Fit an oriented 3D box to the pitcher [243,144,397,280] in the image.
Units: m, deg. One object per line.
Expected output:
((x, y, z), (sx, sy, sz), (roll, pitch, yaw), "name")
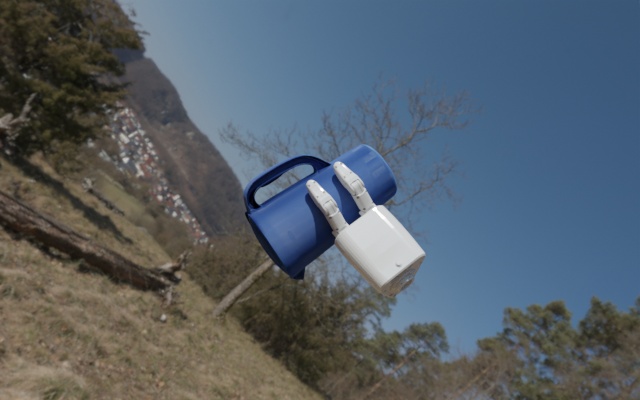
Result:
((0.000, 0.003, 0.797), (0.243, 0.145, 0.149), (-35, -28, -12), "pitcher")
